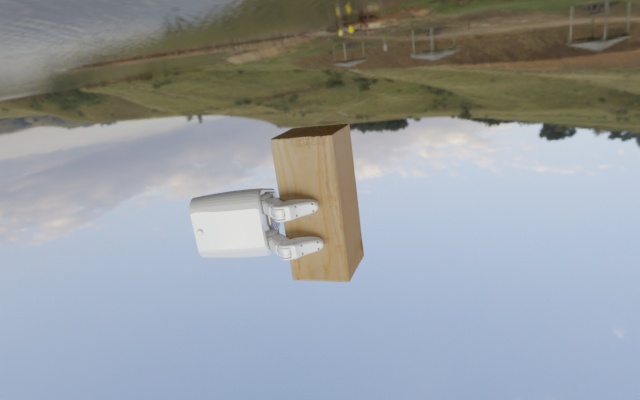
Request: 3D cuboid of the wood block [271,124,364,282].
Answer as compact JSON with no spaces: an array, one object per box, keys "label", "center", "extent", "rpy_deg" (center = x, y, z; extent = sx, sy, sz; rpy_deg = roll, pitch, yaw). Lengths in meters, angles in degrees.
[{"label":"wood block","center":[0.000,0.002,0.684],"extent":[0.090,0.206,0.090],"rpy_deg":[-2,18,19]}]
